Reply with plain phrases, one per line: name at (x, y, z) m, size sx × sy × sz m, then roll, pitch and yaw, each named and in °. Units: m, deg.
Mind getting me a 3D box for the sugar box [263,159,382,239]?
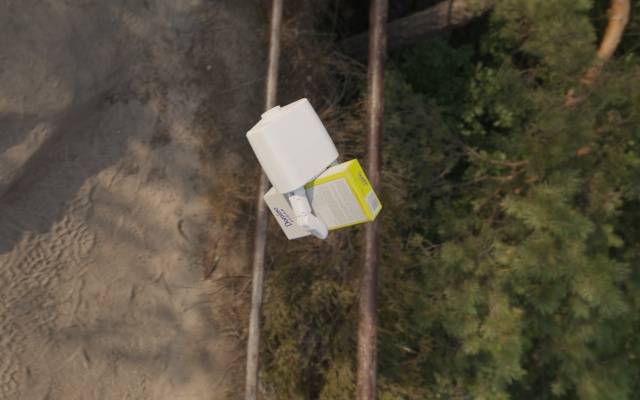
sugar box at (0.000, 0.002, 0.769) m, size 0.176 × 0.093 × 0.048 m, roll -13°, pitch 24°, yaw 39°
